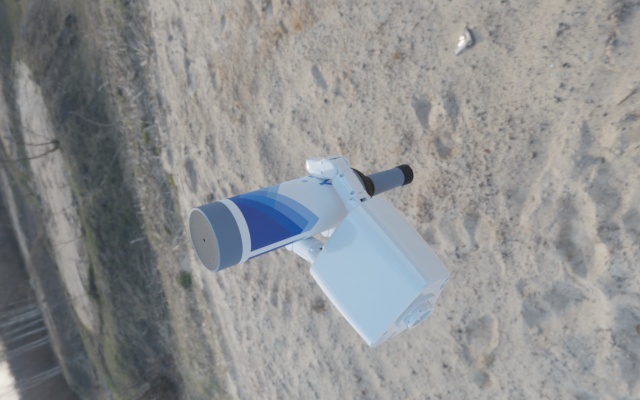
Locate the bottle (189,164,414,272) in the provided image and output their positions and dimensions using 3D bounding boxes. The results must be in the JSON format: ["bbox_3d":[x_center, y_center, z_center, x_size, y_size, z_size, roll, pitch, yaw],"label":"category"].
[{"bbox_3d":[0.000,0.002,0.549,0.295,0.069,0.069,-18,11,-35],"label":"bottle"}]
